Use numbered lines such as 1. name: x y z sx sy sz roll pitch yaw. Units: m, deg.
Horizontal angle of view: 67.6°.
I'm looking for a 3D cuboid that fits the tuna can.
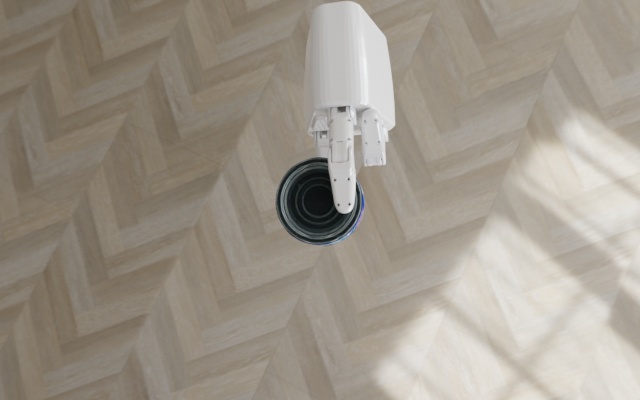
1. tuna can: 0.000 0.002 0.467 0.086 0.086 0.034 0 -5 7
